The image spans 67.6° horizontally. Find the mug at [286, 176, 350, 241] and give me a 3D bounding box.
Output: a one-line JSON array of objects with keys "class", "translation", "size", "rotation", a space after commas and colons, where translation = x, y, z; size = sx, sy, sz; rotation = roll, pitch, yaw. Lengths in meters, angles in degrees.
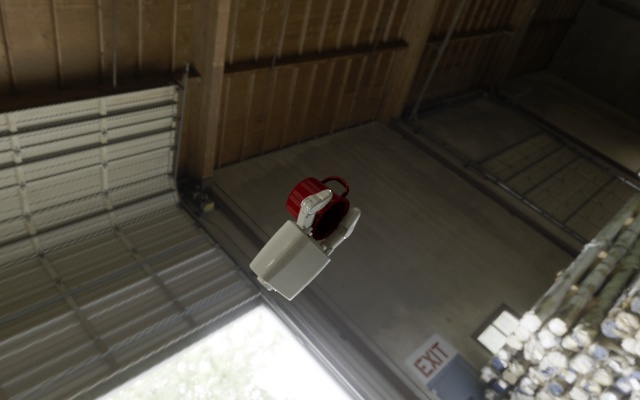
[{"class": "mug", "translation": [0.001, 0.002, 0.864], "size": [0.081, 0.117, 0.093], "rotation": [40, -7, 26]}]
